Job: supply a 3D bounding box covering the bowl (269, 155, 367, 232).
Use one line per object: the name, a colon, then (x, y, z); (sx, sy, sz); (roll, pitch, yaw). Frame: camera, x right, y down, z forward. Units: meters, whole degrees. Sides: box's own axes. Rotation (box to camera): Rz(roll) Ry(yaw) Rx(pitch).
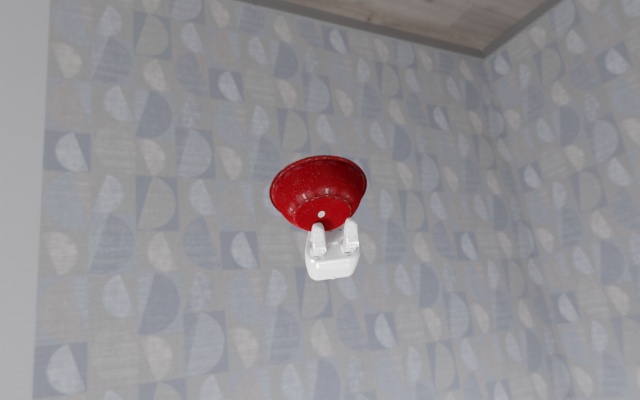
bowl: (0.000, 0.002, 0.765); (0.162, 0.055, 0.162); (-6, -40, -5)
